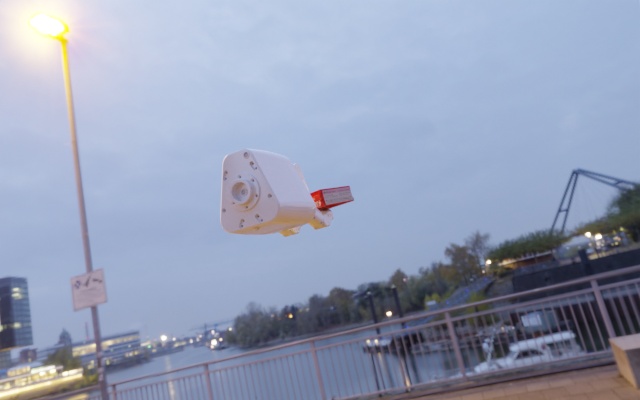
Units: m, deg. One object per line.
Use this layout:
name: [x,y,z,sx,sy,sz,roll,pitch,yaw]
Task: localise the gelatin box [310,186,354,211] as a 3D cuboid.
gelatin box: [0.000,0.002,0.777,0.073,0.030,0.089,-20,-5,35]
